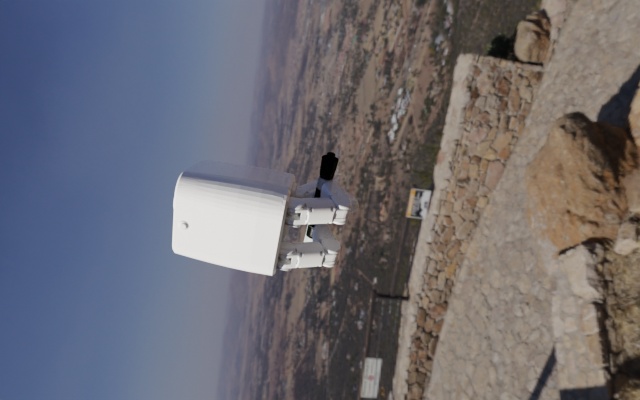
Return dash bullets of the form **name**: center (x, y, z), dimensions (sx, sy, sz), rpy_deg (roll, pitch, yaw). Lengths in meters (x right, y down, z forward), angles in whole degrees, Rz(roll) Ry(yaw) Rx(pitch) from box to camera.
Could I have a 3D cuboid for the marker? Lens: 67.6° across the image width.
- **marker**: center (0.000, 0.002, 0.537), dimensions (0.020, 0.121, 0.020), rpy_deg (9, 29, -5)
